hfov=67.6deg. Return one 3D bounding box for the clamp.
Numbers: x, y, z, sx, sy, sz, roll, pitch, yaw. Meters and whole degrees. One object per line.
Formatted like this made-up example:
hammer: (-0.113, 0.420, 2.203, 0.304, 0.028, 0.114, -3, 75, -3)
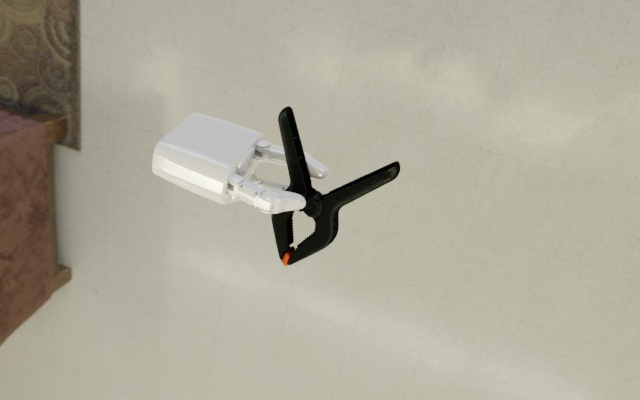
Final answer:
clamp: (-0.001, 0.003, 0.620, 0.164, 0.210, 0.036, 22, 26, 12)
